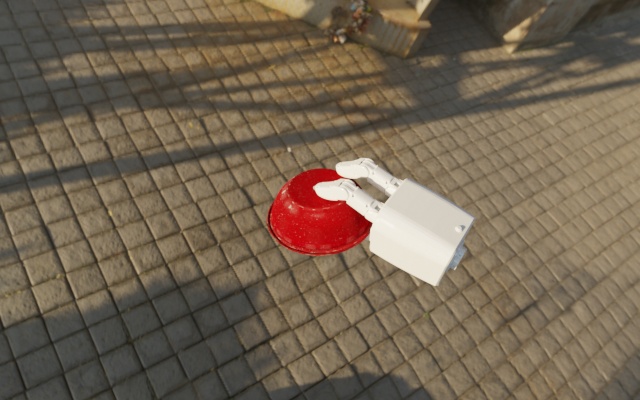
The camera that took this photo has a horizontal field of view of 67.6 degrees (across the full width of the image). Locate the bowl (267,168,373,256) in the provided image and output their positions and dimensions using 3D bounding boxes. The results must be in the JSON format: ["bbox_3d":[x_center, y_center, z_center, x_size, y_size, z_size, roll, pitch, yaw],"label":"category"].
[{"bbox_3d":[-0.001,0.002,0.688,0.162,0.055,0.162,-3,41,2],"label":"bowl"}]
